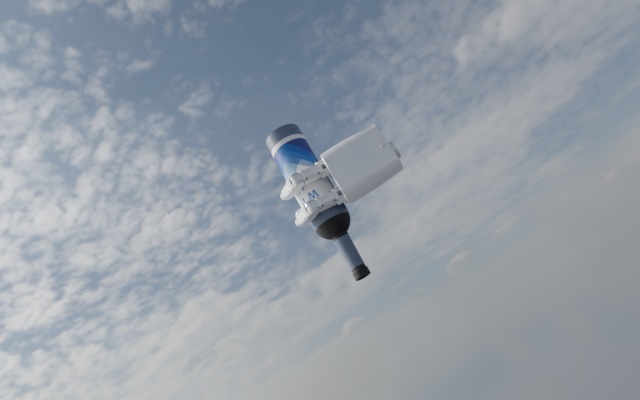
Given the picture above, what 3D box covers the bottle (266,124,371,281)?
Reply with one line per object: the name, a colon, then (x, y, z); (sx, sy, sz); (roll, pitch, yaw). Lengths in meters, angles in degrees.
bottle: (0.000, 0.003, 0.815); (0.069, 0.295, 0.069); (-26, -20, -10)
